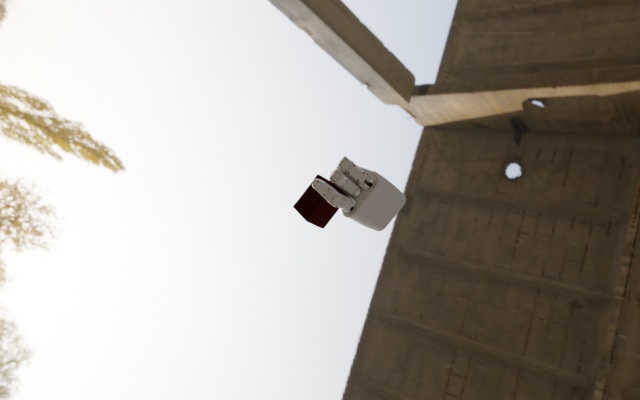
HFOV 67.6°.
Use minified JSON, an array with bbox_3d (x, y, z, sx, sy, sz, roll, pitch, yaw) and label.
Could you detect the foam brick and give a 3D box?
[{"bbox_3d":[0.000,0.003,0.870,0.051,0.078,0.053,28,14,-47],"label":"foam brick"}]
